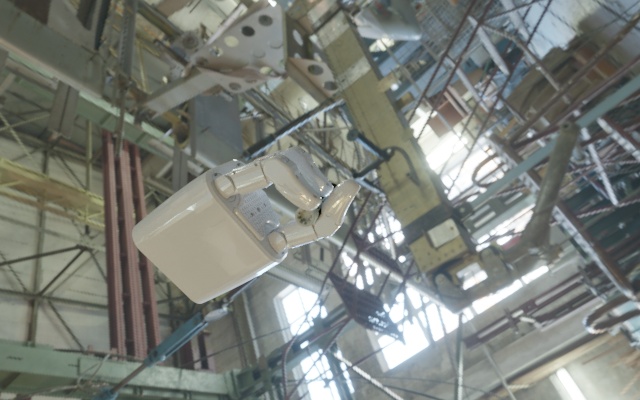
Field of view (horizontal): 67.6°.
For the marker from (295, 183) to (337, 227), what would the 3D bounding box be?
[{"bbox_3d":[0.000,0.002,0.482,0.020,0.020,0.121,0,13,14],"label":"marker"}]
